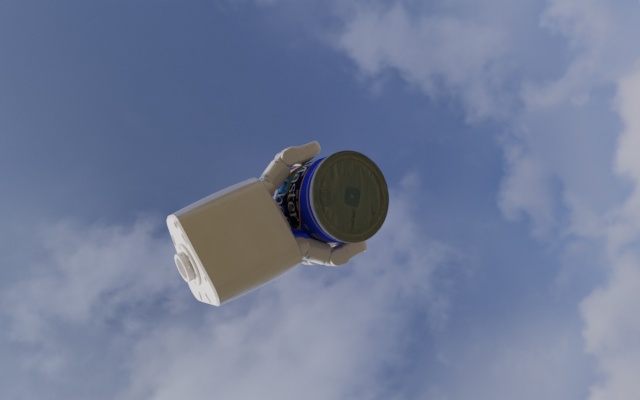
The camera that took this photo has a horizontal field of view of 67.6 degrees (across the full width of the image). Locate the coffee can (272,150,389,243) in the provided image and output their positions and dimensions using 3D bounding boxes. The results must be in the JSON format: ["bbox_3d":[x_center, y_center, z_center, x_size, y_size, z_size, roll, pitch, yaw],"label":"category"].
[{"bbox_3d":[0.000,0.002,0.583,0.103,0.103,0.140,0,-5,-31],"label":"coffee can"}]
